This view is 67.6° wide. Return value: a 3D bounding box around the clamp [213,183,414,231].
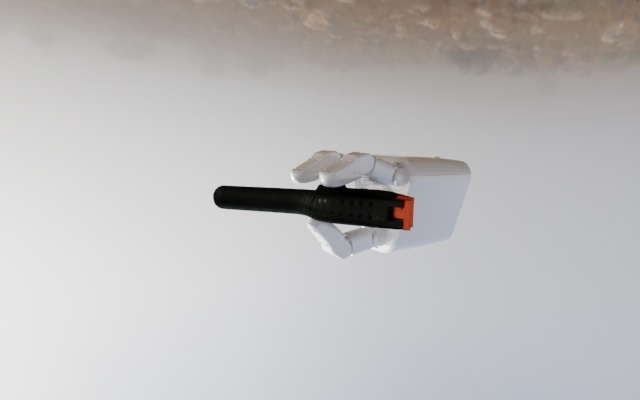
[{"bbox_3d":[0.001,0.002,0.482,0.164,0.036,0.210,-5,10,-35],"label":"clamp"}]
